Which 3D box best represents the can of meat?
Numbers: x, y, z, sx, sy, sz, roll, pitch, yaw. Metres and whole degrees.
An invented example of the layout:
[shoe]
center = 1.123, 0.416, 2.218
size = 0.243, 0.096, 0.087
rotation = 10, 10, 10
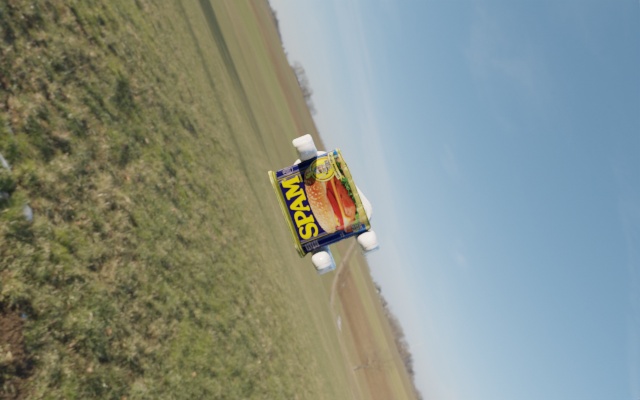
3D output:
[can of meat]
center = 0.000, 0.002, 0.531
size = 0.084, 0.102, 0.057
rotation = -21, -7, 1
